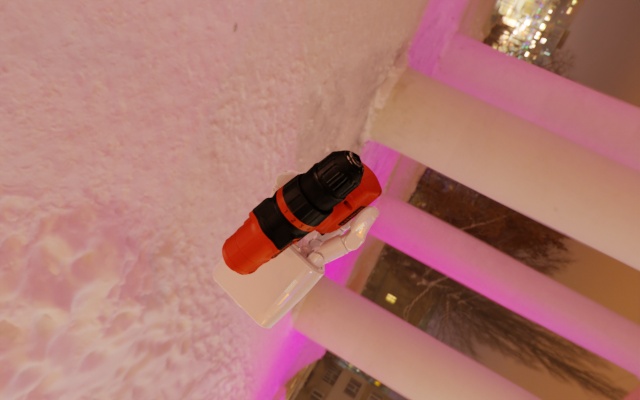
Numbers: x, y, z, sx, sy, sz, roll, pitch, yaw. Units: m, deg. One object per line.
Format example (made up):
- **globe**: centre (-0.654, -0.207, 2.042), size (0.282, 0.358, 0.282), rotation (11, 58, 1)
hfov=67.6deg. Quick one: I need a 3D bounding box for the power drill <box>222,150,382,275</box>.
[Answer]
- **power drill**: centre (0.000, 0.002, 0.529), size (0.184, 0.057, 0.187), rotation (-37, -10, 28)
